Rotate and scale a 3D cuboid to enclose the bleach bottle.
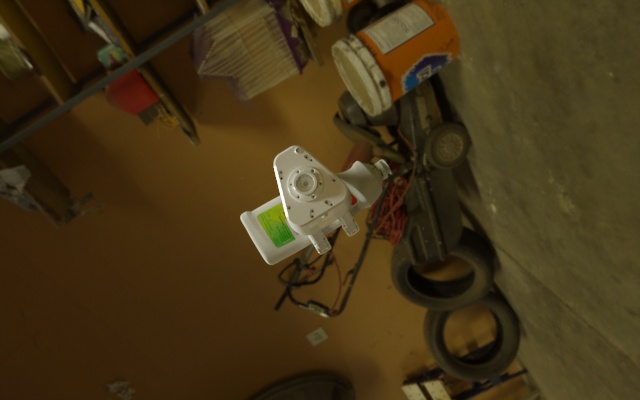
[{"bbox_3d":[0.000,0.003,0.794,0.251,0.102,0.068,-32,-9,-1],"label":"bleach bottle"}]
